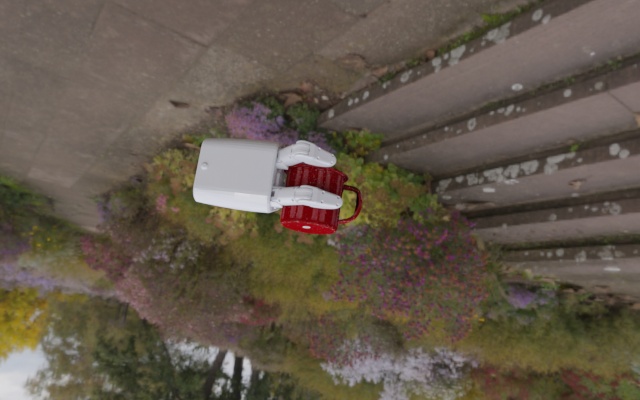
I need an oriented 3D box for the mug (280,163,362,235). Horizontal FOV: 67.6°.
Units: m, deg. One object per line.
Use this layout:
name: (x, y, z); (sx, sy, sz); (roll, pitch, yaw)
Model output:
mug: (0.002, 0.003, 0.673); (0.117, 0.081, 0.093); (7, -14, 6)
